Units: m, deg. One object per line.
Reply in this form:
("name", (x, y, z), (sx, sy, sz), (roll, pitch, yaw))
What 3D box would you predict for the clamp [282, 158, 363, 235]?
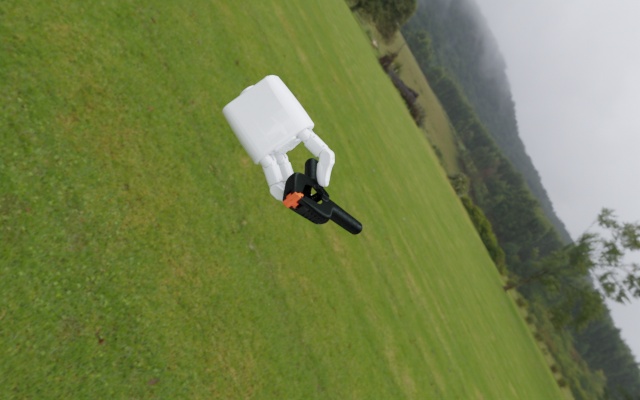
("clamp", (0.000, 0.002, 0.790), (0.036, 0.164, 0.210), (-39, -4, 18))
